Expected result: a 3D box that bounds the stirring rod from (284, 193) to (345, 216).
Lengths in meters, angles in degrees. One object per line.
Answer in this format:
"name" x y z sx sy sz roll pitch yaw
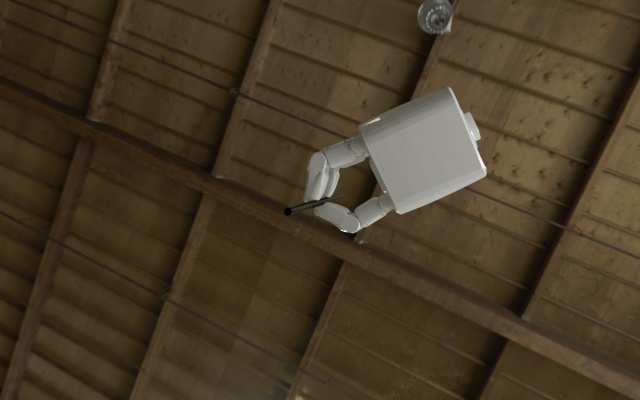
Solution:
"stirring rod" 0.000 0.002 0.561 0.011 0.011 0.239 0 4 15
